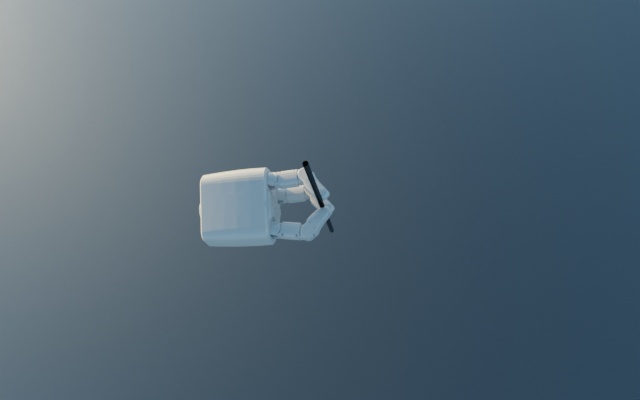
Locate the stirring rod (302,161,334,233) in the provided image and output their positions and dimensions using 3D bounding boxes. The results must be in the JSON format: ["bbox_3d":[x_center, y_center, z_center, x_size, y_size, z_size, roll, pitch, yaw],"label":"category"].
[{"bbox_3d":[0.000,0.002,0.707,0.011,0.011,0.240,0,-24,10],"label":"stirring rod"}]
